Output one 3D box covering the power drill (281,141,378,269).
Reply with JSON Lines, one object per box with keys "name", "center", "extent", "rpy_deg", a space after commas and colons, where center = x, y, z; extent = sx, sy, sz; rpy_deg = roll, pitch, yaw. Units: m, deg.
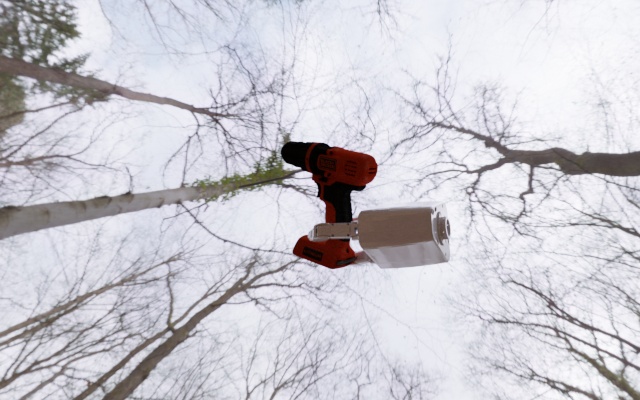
{"name": "power drill", "center": [0.000, 0.003, 0.758], "extent": [0.184, 0.188, 0.057], "rpy_deg": [17, 18, 41]}
